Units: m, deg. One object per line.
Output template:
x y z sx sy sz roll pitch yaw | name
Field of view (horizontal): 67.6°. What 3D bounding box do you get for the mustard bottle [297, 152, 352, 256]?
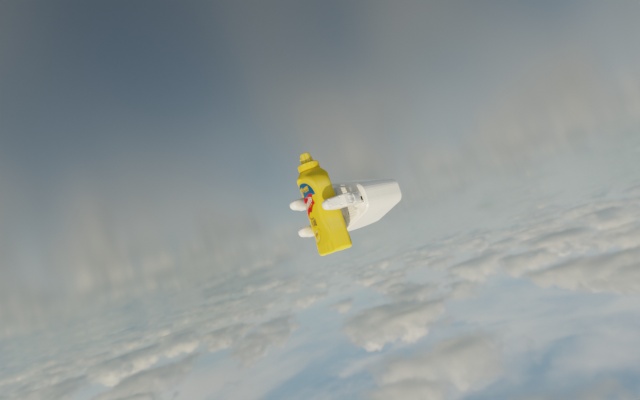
0.000 0.003 0.884 0.058 0.191 0.096 -16 -7 -16 | mustard bottle
